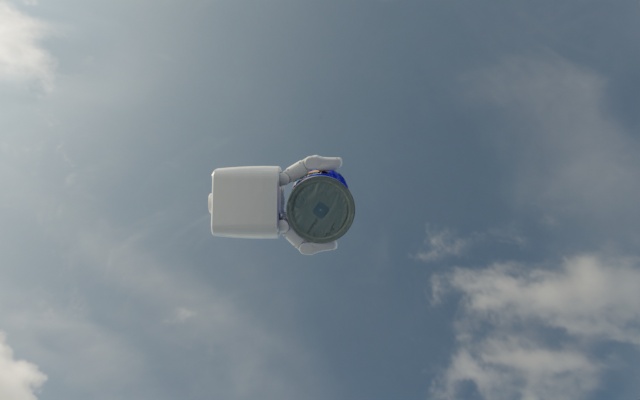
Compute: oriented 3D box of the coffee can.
[{"bbox_3d":[0.000,0.003,0.774,0.103,0.103,0.140,0,10,0],"label":"coffee can"}]
